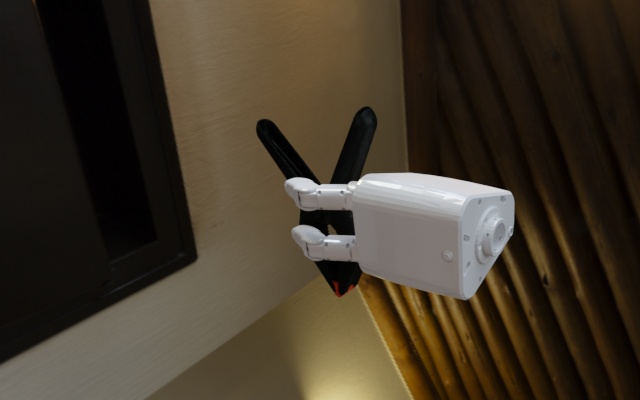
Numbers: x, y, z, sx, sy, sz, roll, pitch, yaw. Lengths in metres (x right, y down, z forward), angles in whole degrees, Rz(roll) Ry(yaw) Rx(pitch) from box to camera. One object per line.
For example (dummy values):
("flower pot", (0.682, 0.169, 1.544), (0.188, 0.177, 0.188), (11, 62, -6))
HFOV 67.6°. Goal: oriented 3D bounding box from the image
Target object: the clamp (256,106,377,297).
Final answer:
("clamp", (0.001, 0.002, 0.514), (0.164, 0.210, 0.036), (13, 29, 44))
